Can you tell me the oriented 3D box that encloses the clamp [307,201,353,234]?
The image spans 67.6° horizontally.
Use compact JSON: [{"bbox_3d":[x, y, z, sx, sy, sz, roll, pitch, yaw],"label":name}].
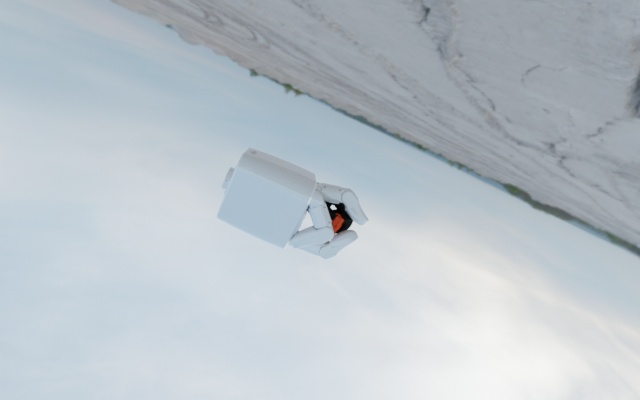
[{"bbox_3d":[0.000,0.003,0.740,0.120,0.039,0.171,24,11,-7],"label":"clamp"}]
